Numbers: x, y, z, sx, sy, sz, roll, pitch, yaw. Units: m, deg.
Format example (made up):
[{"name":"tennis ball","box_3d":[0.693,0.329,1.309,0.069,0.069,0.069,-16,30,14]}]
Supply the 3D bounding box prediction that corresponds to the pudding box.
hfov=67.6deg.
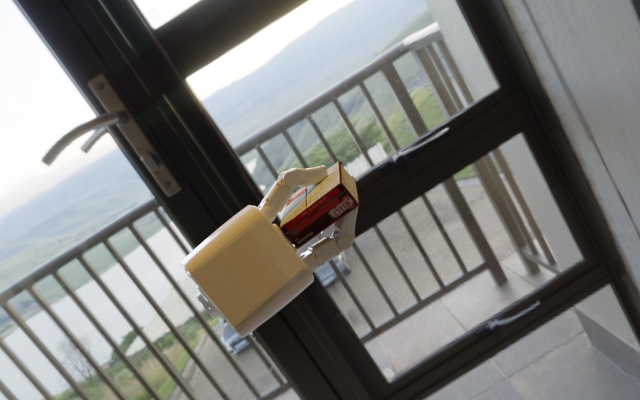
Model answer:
[{"name":"pudding box","box_3d":[0.000,0.002,0.581,0.090,0.039,0.113,-35,15,12]}]
